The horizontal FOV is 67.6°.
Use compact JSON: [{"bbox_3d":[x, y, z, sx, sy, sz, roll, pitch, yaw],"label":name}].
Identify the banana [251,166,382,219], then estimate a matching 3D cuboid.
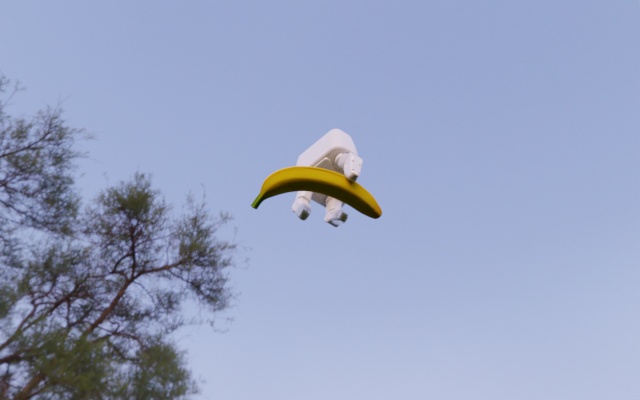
[{"bbox_3d":[-0.001,-0.015,0.710,0.198,0.070,0.037,6,23,-6],"label":"banana"}]
